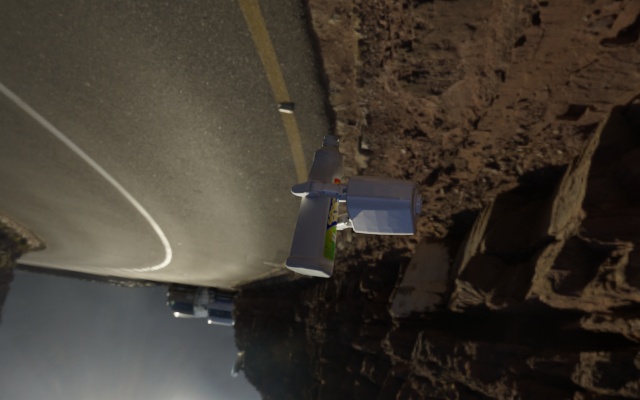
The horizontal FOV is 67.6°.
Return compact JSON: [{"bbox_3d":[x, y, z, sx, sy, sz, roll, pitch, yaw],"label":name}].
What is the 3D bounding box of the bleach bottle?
[{"bbox_3d":[0.000,0.003,0.841,0.068,0.250,0.102,4,-15,18],"label":"bleach bottle"}]
